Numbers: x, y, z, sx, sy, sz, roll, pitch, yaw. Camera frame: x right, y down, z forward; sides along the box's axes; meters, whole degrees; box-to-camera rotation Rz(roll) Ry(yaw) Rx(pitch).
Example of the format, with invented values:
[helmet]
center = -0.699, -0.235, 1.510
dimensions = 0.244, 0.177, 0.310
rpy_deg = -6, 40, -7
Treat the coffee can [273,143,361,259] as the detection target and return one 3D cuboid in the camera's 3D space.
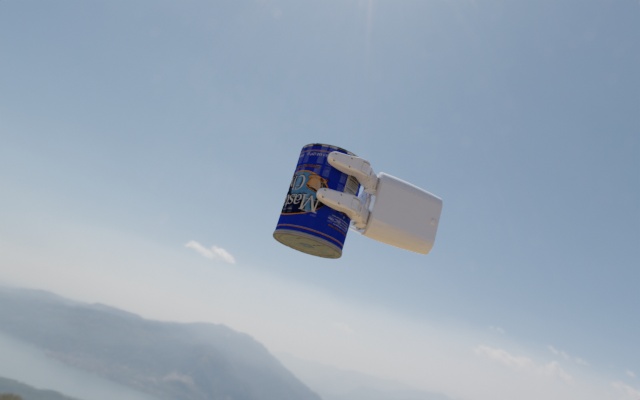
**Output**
[coffee can]
center = 0.000, 0.002, 0.698
dimensions = 0.103, 0.140, 0.103
rpy_deg = 16, -17, 5
